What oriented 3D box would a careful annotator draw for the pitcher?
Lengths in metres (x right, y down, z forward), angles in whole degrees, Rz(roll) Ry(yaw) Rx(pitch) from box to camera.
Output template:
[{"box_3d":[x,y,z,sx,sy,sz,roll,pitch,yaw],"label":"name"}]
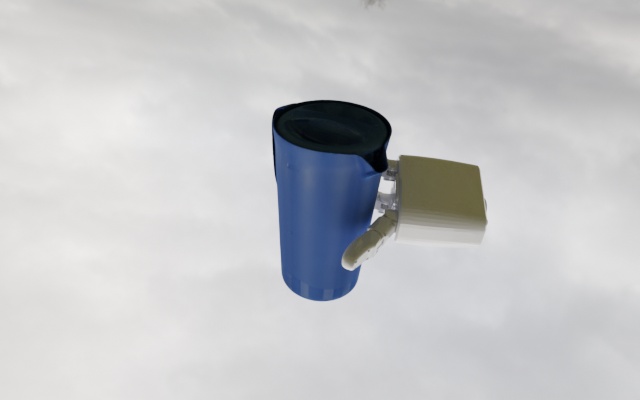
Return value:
[{"box_3d":[0.000,0.002,0.603,0.145,0.243,0.149,6,35,1],"label":"pitcher"}]
